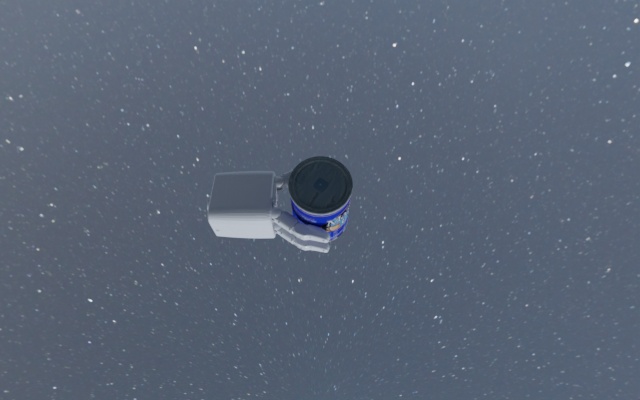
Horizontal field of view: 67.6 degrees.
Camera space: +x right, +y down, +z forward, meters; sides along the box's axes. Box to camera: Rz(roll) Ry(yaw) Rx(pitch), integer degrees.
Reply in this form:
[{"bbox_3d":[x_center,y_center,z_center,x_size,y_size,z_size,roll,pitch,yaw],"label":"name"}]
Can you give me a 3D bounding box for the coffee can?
[{"bbox_3d":[0.000,0.003,0.818,0.103,0.102,0.140,0,-24,0],"label":"coffee can"}]
